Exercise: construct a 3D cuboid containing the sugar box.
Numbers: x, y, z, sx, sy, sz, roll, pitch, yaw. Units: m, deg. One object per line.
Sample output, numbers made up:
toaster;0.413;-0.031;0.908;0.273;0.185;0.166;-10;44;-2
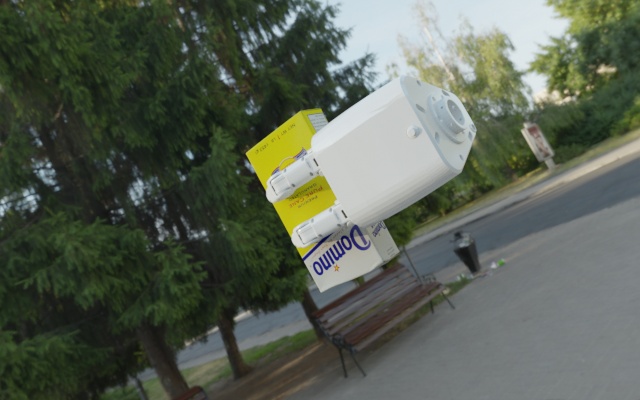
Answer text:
sugar box;0.000;0.002;0.512;0.093;0.176;0.048;-32;-7;34
